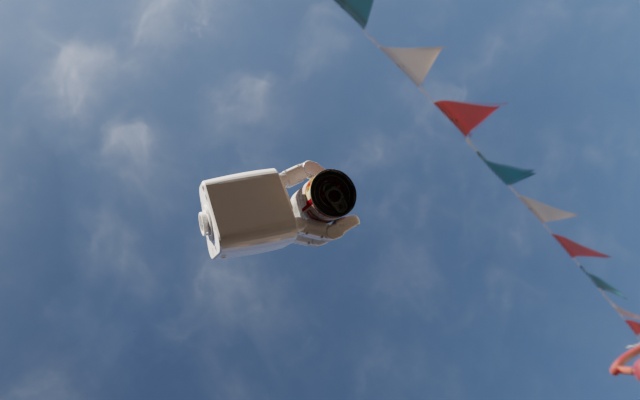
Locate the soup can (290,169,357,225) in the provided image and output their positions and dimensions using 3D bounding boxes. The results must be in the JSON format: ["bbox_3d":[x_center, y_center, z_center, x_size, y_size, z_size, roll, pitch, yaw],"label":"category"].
[{"bbox_3d":[0.000,0.002,0.687,0.068,0.068,0.102,0,-14,-21],"label":"soup can"}]
